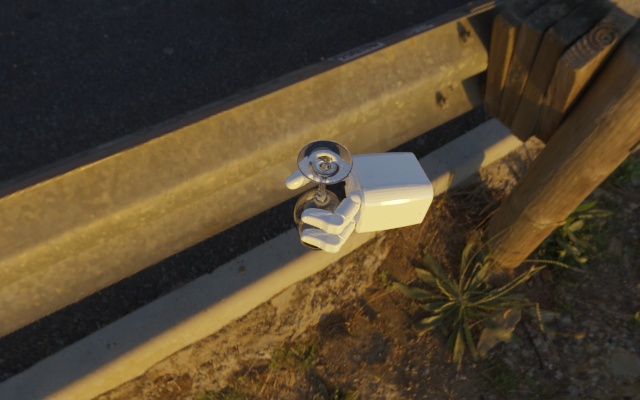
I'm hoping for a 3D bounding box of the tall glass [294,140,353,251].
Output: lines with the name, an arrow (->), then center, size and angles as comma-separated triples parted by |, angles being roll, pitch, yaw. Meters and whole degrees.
tall glass -> 0.000, 0.002, 0.713 | 0.079, 0.079, 0.201 | 0, -33, -5
